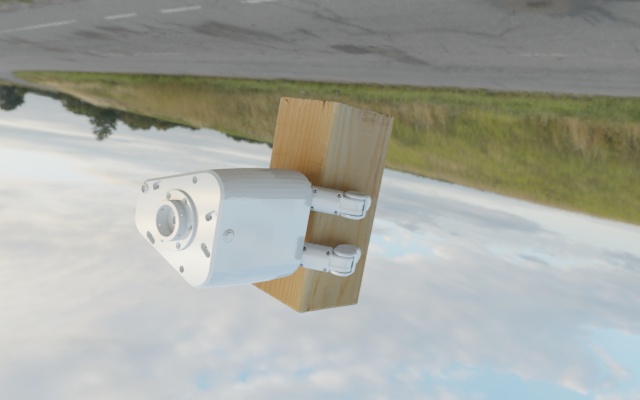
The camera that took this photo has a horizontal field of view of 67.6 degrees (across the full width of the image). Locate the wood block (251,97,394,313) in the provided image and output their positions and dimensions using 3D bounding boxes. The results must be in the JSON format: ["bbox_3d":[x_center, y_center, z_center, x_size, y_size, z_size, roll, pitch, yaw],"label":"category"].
[{"bbox_3d":[0.000,0.002,0.512,0.090,0.206,0.091,3,11,-44],"label":"wood block"}]
